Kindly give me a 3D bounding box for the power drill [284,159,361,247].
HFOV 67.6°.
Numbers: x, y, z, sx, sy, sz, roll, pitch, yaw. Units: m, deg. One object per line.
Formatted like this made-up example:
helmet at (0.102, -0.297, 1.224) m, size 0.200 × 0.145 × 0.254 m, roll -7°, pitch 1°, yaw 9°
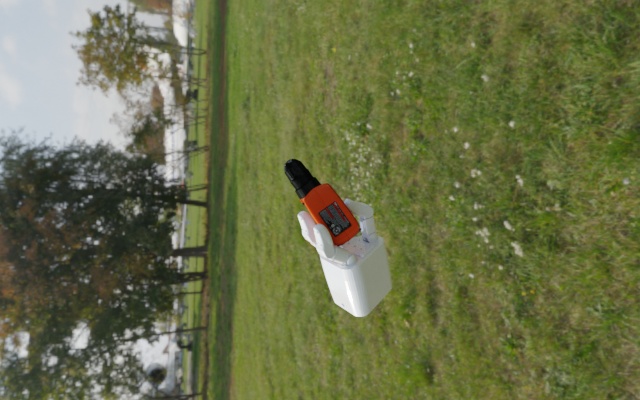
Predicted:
power drill at (0.000, 0.003, 0.862) m, size 0.057 × 0.184 × 0.187 m, roll -37°, pitch 8°, yaw -1°
